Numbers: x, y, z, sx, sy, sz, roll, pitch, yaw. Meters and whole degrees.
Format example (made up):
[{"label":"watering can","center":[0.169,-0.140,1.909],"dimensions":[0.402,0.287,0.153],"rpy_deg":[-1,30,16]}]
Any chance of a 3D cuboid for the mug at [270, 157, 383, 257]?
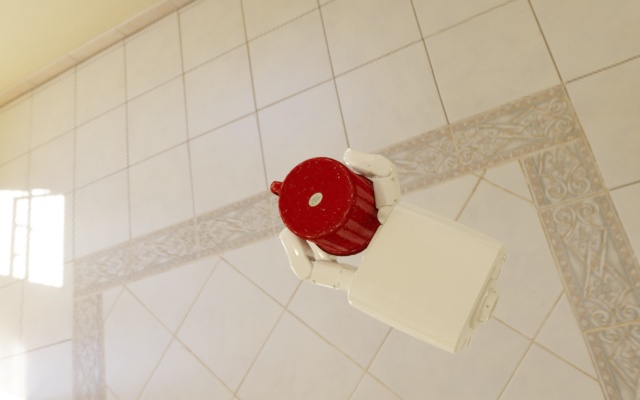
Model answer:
[{"label":"mug","center":[-0.001,0.001,0.487],"dimensions":[0.117,0.093,0.081],"rpy_deg":[21,-4,27]}]
